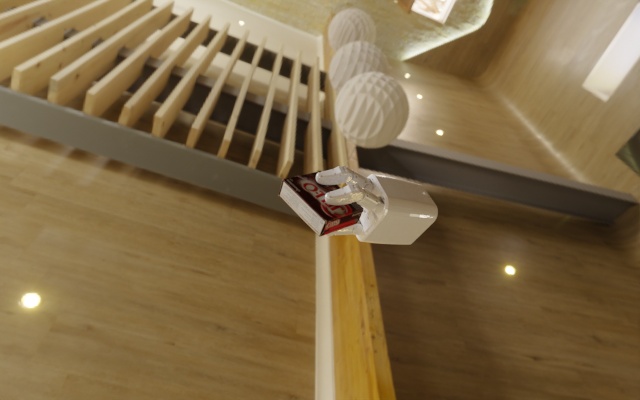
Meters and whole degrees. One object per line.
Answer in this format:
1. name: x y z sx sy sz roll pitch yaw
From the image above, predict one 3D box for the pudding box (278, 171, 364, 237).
1. pudding box: 0.000 0.003 0.777 0.090 0.039 0.113 -15 46 -44
